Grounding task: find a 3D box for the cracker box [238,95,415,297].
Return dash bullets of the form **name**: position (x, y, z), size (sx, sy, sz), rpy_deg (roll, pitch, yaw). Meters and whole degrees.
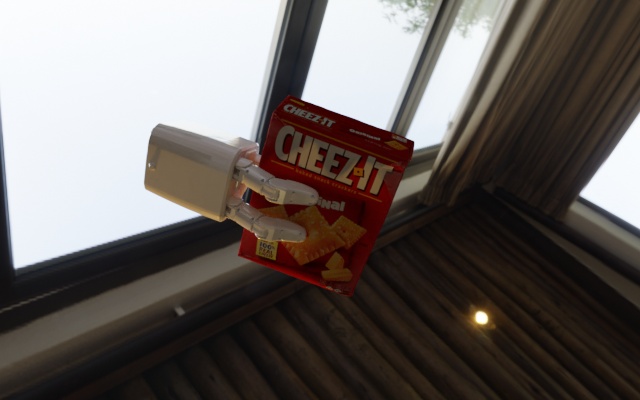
- **cracker box**: position (0.000, 0.002, 0.596), size (0.164, 0.214, 0.072), rpy_deg (20, 31, 3)
